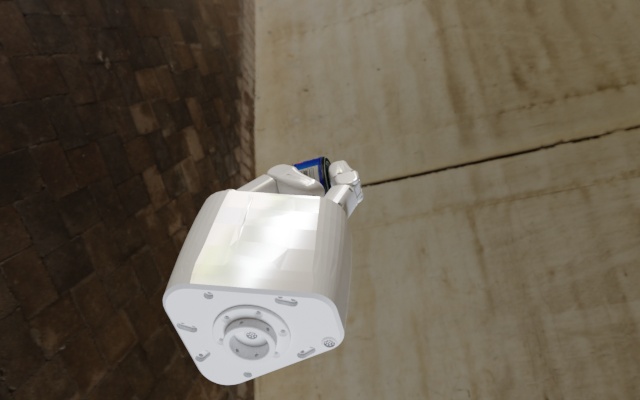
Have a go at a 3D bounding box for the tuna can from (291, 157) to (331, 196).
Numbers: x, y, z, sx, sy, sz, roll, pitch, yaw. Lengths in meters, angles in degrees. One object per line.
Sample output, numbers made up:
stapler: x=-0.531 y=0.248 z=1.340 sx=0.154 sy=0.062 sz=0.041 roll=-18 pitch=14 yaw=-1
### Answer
tuna can: x=0.001 y=0.001 z=0.462 sx=0.034 sy=0.086 sz=0.086 roll=-15 pitch=-3 yaw=10
